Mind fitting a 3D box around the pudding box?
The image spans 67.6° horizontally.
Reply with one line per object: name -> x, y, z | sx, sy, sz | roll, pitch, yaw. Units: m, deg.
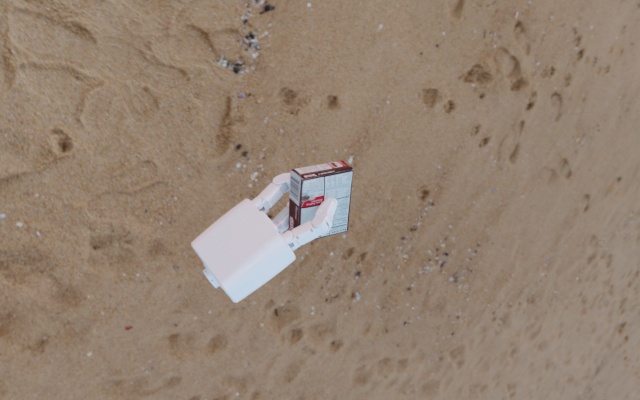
pudding box -> 0.000, 0.002, 0.720 | 0.090, 0.114, 0.039 | -13, 34, -28
